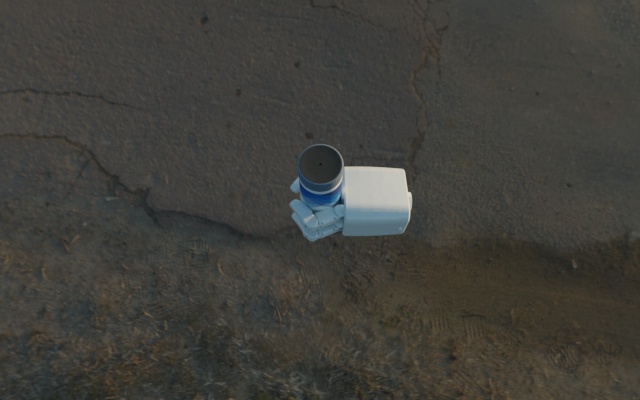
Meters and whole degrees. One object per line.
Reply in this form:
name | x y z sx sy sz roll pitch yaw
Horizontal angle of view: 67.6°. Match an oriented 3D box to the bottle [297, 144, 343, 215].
bottle | 0.000 0.003 0.822 0.069 0.069 0.296 0 -22 0
